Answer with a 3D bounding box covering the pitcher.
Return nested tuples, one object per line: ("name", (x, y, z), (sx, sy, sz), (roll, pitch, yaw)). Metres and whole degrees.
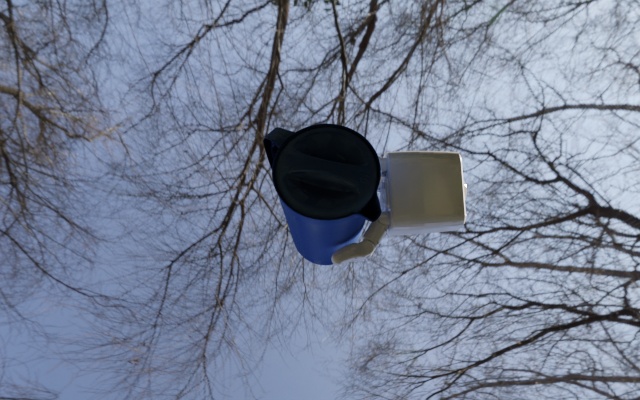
("pitcher", (0.000, 0.002, 0.684), (0.145, 0.149, 0.243), (-4, -24, -2))
